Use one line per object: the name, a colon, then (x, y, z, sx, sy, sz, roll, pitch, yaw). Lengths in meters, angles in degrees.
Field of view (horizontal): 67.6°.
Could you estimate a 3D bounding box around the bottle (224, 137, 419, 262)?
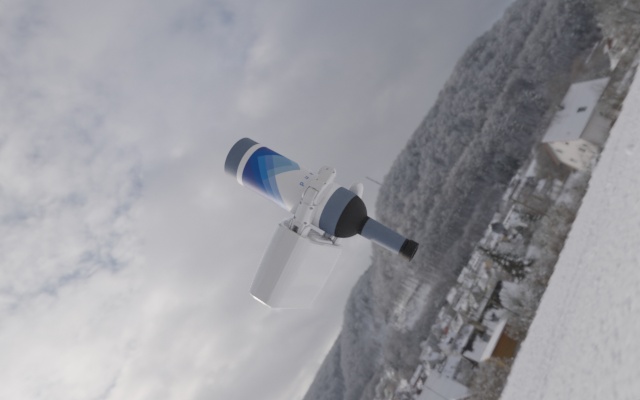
bottle: (0.000, 0.002, 0.669, 0.295, 0.069, 0.069, 28, 10, 18)
